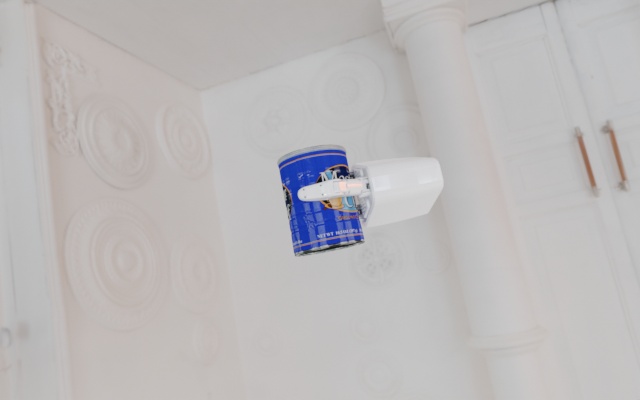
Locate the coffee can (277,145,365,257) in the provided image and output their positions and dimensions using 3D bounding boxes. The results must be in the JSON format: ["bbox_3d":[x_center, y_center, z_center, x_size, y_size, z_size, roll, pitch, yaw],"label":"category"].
[{"bbox_3d":[0.000,0.002,0.690,0.103,0.140,0.103,-11,-9,-2],"label":"coffee can"}]
